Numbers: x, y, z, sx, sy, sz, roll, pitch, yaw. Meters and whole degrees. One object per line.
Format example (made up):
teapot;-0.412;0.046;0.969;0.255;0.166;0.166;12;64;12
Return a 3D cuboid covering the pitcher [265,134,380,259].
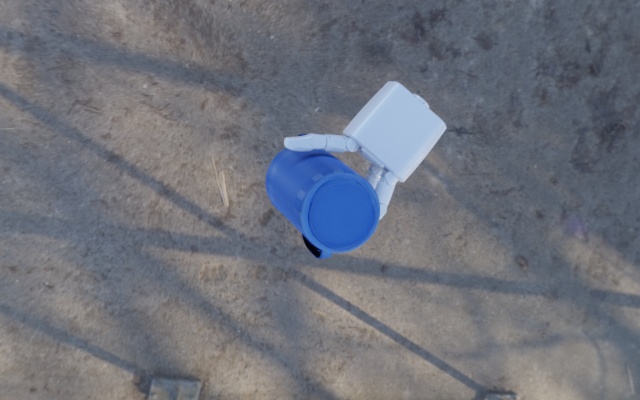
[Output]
pitcher;0.000;0.002;0.718;0.149;0.145;0.242;43;0;-19
